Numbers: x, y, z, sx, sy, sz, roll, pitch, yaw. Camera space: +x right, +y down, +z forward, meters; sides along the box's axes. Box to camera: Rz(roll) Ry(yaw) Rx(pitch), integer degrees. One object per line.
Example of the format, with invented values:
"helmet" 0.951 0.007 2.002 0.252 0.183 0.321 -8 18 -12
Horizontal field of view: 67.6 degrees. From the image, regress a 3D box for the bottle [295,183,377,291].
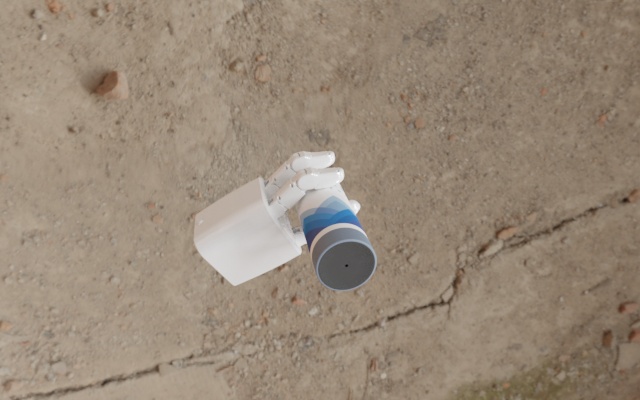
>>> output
"bottle" 0.000 0.002 0.630 0.069 0.069 0.295 0 27 -12
